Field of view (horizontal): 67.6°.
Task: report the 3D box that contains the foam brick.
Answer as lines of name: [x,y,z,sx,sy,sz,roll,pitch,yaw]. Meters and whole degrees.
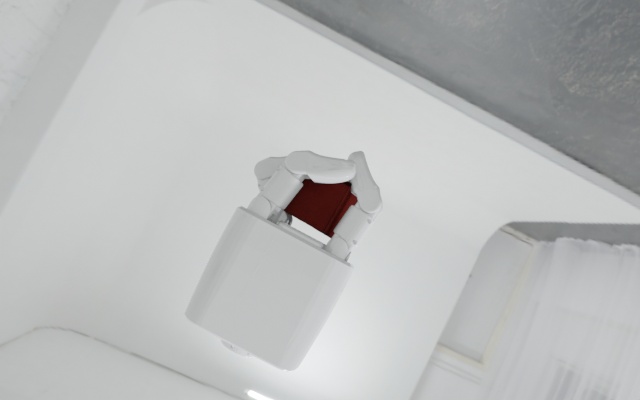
foam brick: [0.000,0.002,0.458,0.053,0.051,0.078,29,-4,15]
